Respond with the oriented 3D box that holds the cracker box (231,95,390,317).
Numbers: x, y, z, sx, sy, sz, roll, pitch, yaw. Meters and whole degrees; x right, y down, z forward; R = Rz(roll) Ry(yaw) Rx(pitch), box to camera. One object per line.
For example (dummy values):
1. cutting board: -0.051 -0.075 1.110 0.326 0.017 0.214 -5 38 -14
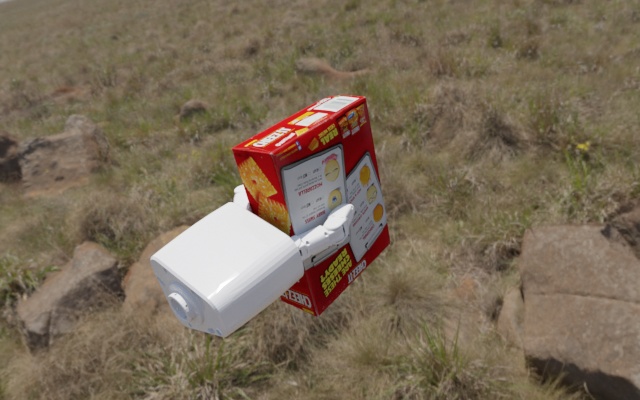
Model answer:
1. cracker box: 0.000 0.002 0.577 0.072 0.214 0.164 13 38 39
